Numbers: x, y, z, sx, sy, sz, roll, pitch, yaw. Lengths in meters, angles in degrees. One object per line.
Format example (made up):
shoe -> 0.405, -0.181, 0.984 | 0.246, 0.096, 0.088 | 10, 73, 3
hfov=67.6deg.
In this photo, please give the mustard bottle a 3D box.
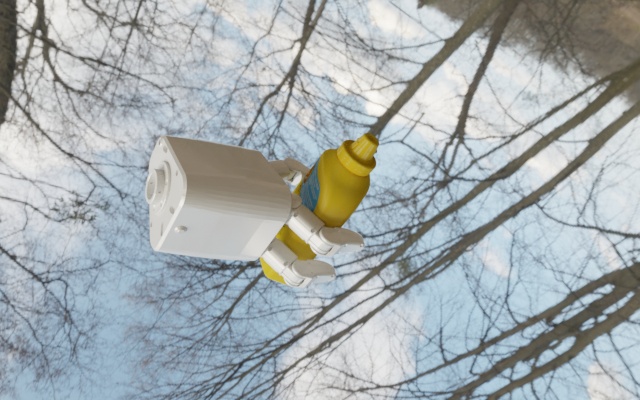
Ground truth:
mustard bottle -> 0.000, 0.002, 0.516 | 0.058, 0.192, 0.096 | 26, 36, -18
